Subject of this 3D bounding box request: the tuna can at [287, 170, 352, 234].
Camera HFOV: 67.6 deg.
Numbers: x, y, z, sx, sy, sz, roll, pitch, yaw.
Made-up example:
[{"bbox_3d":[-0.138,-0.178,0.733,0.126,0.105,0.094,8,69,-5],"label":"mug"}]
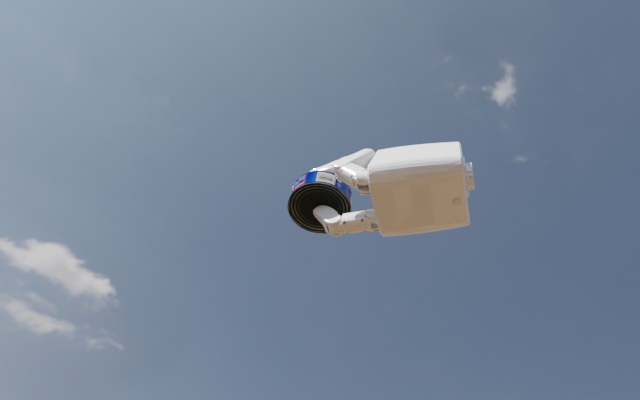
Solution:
[{"bbox_3d":[0.000,0.002,0.649,0.086,0.086,0.033,0,37,8],"label":"tuna can"}]
